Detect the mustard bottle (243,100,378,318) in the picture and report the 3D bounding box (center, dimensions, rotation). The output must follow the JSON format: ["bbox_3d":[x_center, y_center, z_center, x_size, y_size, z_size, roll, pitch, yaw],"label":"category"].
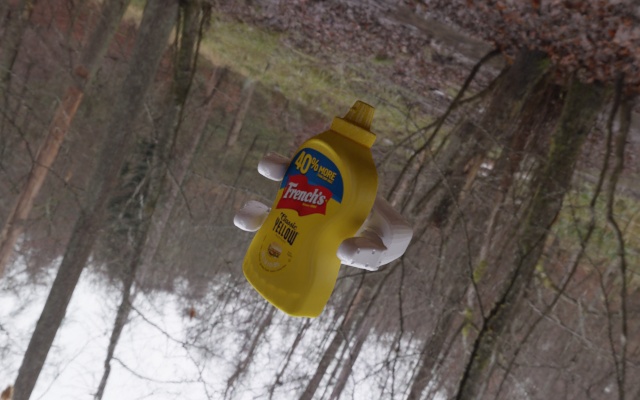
[{"bbox_3d":[0.000,0.002,0.431,0.058,0.191,0.096,18,12,-43],"label":"mustard bottle"}]
